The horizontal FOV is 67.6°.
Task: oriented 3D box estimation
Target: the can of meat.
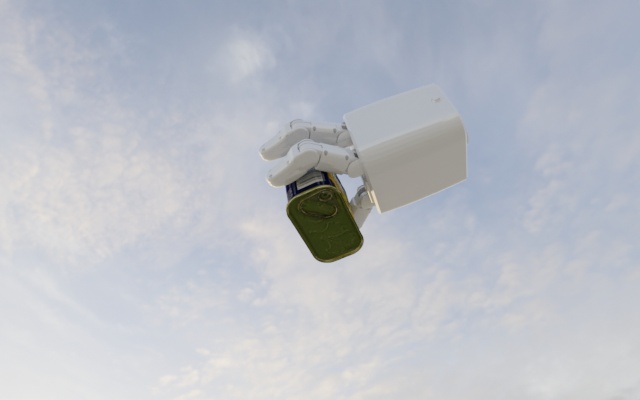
[{"bbox_3d":[0.000,0.002,0.514,0.057,0.102,0.084,-23,39,8],"label":"can of meat"}]
